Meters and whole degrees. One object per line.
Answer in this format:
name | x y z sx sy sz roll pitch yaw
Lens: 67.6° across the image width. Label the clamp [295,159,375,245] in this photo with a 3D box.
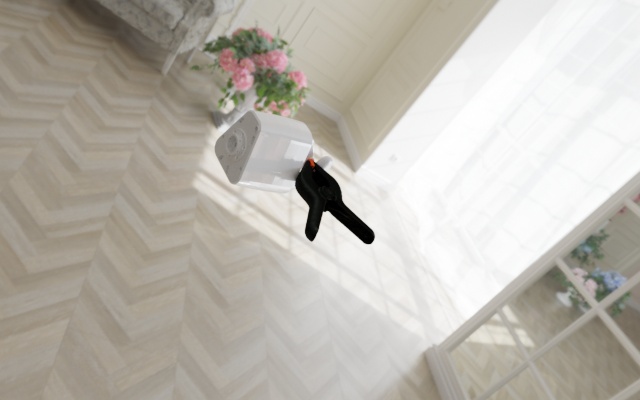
clamp | 0.000 0.002 0.724 0.120 0.039 0.171 5 41 -45
